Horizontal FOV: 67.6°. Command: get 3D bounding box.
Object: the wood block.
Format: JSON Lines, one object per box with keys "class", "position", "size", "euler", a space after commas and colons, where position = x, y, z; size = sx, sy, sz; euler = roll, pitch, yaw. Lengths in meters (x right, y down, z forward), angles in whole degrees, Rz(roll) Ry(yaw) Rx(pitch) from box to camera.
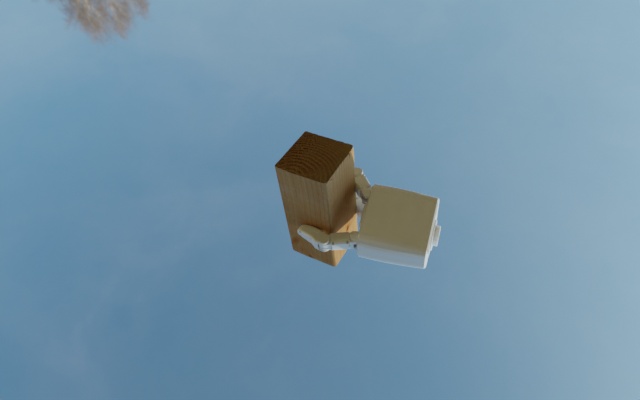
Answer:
{"class": "wood block", "position": [0.000, 0.003, 0.780], "size": [0.090, 0.206, 0.090], "euler": [20, 53, 23]}
